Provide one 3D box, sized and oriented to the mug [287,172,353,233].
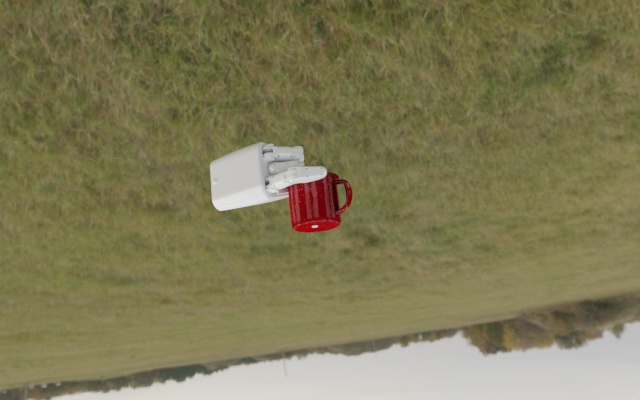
[{"bbox_3d":[0.001,0.002,0.782,0.117,0.081,0.093,-15,-18,27],"label":"mug"}]
